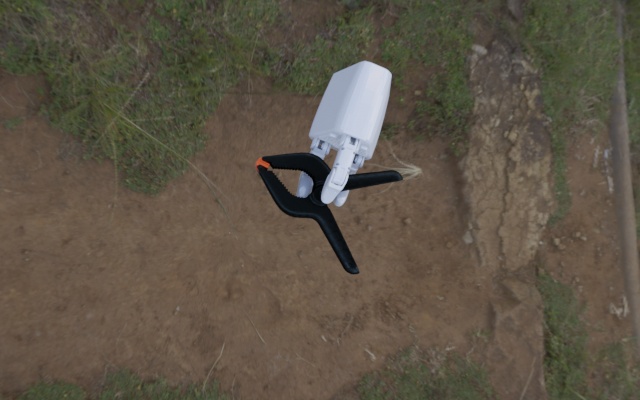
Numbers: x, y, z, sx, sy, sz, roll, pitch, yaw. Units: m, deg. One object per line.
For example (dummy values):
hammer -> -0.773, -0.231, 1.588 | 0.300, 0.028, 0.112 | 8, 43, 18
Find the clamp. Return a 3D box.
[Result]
clamp -> 0.000, 0.002, 0.682 | 0.210, 0.164, 0.036 | 20, -8, -9
